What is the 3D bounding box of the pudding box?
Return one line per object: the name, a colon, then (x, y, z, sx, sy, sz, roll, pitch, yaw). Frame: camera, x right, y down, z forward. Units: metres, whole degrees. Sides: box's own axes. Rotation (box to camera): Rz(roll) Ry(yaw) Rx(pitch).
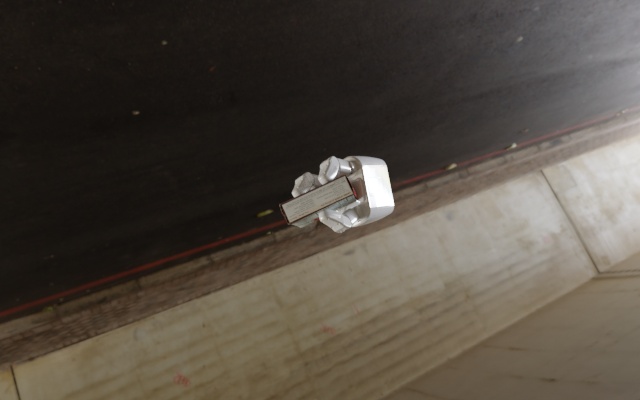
pudding box: (0.000, 0.003, 0.750, 0.113, 0.039, 0.090, -27, -10, 4)
